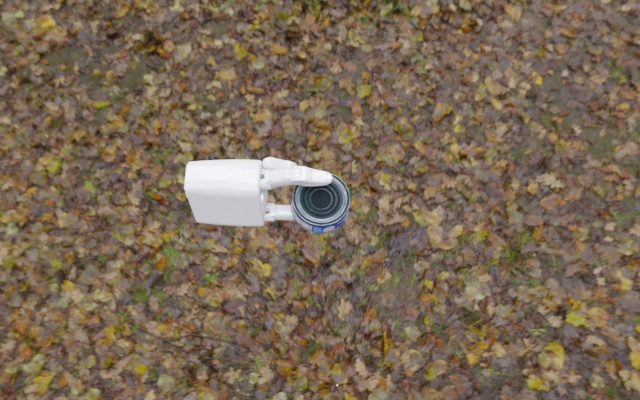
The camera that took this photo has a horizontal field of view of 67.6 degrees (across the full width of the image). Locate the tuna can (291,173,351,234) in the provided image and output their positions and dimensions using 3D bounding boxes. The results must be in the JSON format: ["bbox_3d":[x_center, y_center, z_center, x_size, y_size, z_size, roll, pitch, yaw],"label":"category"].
[{"bbox_3d":[0.000,0.002,0.687,0.086,0.086,0.034,0,-21,-4],"label":"tuna can"}]
